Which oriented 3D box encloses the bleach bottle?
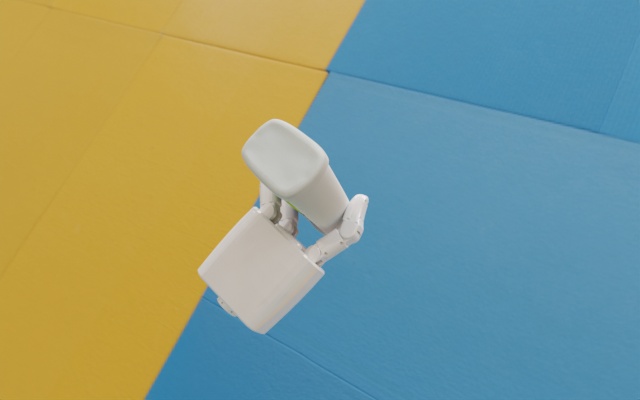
[{"bbox_3d":[0.000,0.002,0.597,0.102,0.068,0.251,42,-4,32],"label":"bleach bottle"}]
